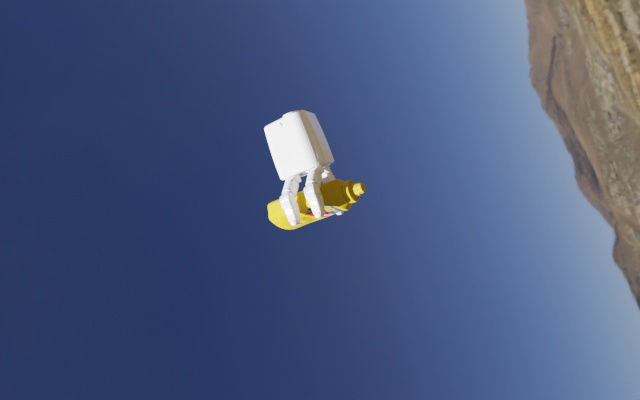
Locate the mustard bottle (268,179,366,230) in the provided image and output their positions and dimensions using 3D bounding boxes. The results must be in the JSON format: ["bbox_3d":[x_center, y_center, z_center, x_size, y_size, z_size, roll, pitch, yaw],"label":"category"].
[{"bbox_3d":[0.000,0.003,0.899,0.192,0.058,0.096,-20,-24,32],"label":"mustard bottle"}]
